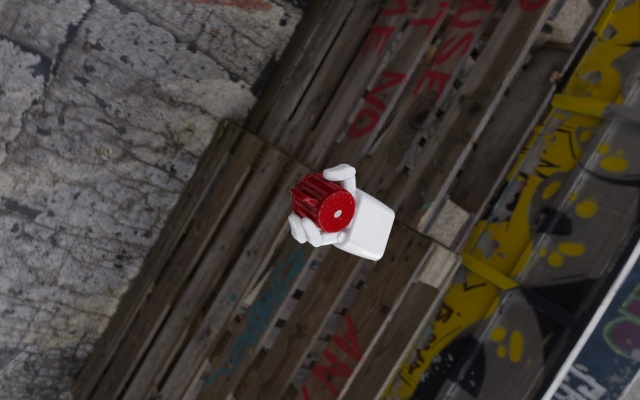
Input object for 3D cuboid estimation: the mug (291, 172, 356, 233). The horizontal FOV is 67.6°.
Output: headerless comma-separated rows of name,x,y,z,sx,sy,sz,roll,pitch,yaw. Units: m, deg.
mug,-0.001,0.002,0.836,0.117,0.093,0.081,24,6,-39
